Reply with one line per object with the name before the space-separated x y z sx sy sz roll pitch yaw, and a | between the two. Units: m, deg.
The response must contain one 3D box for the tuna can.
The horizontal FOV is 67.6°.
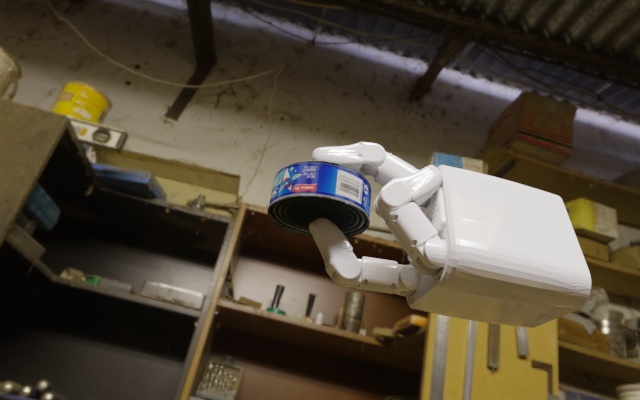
tuna can | 0.000 0.001 0.404 0.086 0.033 0.086 6 -25 3
